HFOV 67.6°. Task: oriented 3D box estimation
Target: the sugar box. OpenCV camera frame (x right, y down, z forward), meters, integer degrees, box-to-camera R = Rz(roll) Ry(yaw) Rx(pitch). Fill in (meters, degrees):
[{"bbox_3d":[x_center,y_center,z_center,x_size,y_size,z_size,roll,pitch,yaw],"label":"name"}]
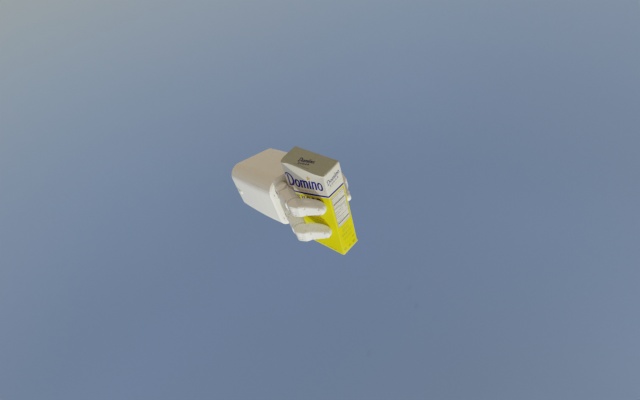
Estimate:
[{"bbox_3d":[0.000,0.003,0.772,0.093,0.176,0.048,22,57,36],"label":"sugar box"}]
